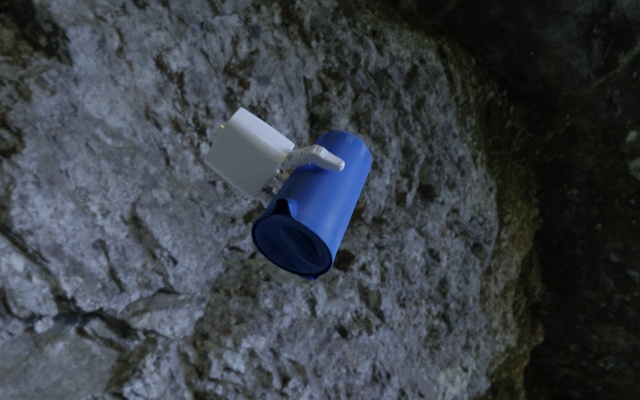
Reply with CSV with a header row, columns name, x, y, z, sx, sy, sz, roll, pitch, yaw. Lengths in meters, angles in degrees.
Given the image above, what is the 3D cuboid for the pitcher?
name,x,y,z,sx,sy,sz,roll,pitch,yaw
pitcher,0.000,0.002,0.790,0.145,0.242,0.149,37,-40,-8
